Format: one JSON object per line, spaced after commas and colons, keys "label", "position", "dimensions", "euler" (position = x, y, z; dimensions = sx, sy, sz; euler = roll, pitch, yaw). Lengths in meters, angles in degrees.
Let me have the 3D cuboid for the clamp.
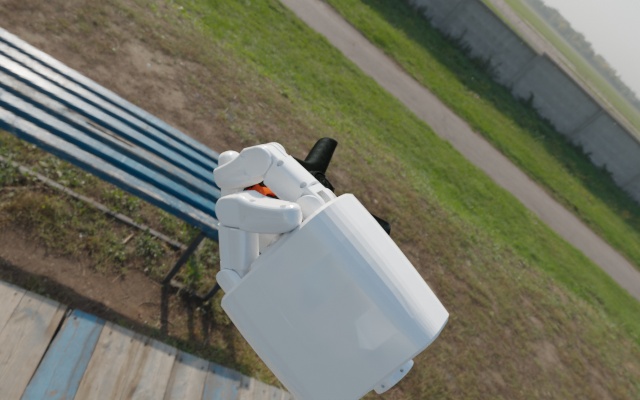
{"label": "clamp", "position": [0.000, 0.001, 0.418], "dimensions": [0.039, 0.120, 0.171], "euler": [-47, -12, 31]}
